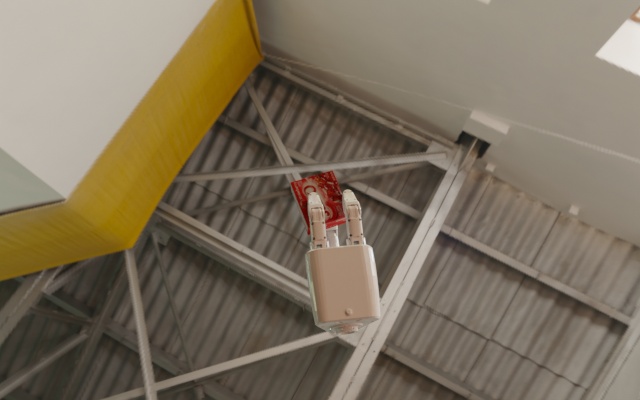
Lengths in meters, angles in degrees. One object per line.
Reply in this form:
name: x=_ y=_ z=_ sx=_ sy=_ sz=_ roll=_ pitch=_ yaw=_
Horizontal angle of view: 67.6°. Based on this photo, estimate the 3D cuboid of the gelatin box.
gelatin box: x=0.000 y=0.002 z=0.762 sx=0.073 sy=0.089 sz=0.030 roll=-17 pitch=-26 yaw=-10
